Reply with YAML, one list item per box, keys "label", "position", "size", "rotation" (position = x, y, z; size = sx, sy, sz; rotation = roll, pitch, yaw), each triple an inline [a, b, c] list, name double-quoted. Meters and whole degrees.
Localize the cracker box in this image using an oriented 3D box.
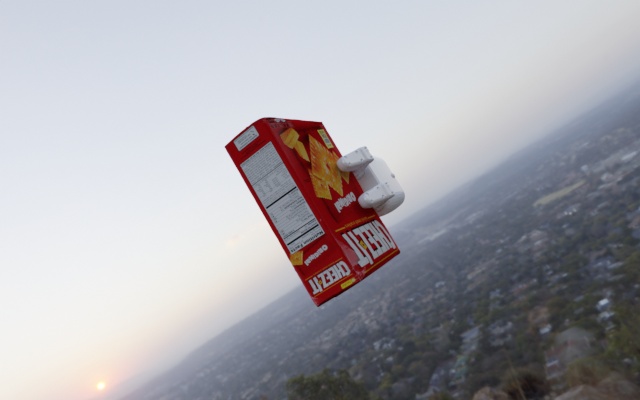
- label: "cracker box"
  position: [0.000, 0.002, 0.591]
  size: [0.072, 0.213, 0.164]
  rotation: [-35, -9, 24]
